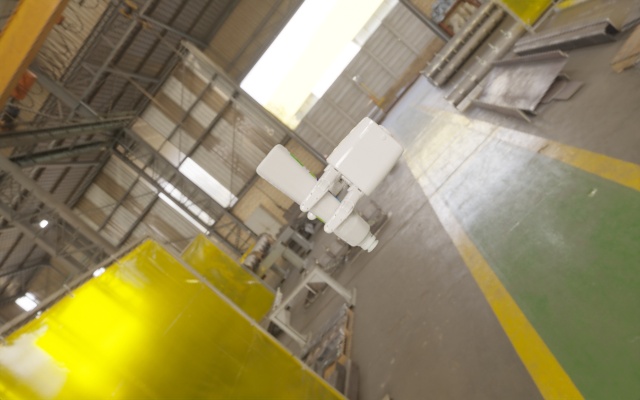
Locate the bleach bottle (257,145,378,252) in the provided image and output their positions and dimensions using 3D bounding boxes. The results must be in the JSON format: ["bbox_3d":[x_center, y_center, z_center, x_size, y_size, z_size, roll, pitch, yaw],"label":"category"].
[{"bbox_3d":[0.000,0.003,0.870,0.251,0.068,0.102,40,1,-5],"label":"bleach bottle"}]
